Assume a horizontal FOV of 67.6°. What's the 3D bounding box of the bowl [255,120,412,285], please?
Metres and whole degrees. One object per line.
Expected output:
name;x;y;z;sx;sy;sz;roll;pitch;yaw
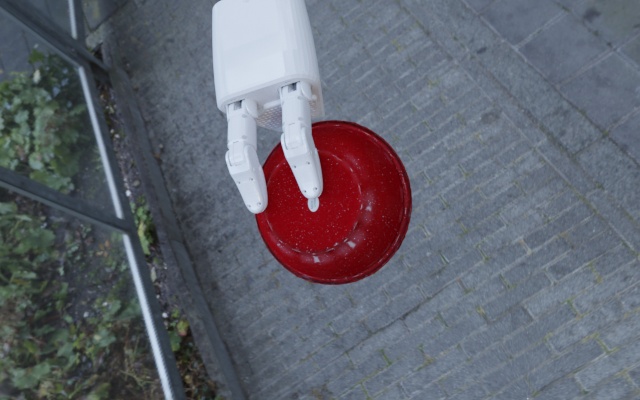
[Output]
bowl;0.000;0.003;0.442;0.162;0.162;0.055;0;-1;19
